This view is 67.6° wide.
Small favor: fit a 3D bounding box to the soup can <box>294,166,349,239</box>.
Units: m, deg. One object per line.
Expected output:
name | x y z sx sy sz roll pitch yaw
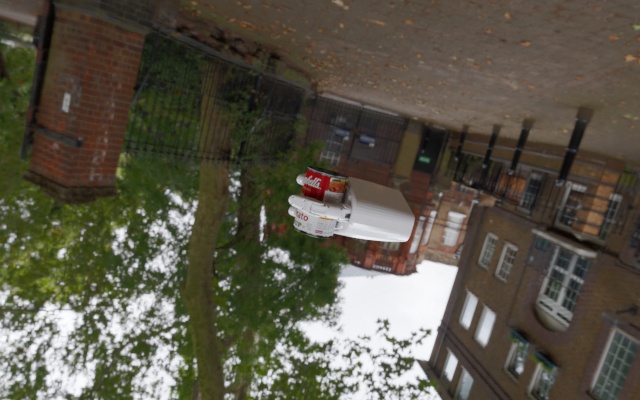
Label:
soup can | 0.000 0.003 0.769 0.068 0.102 0.068 14 9 -2
